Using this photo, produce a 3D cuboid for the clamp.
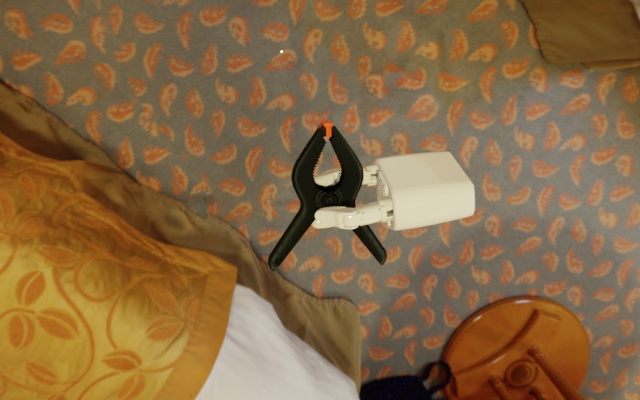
[{"bbox_3d":[0.000,0.002,0.634,0.164,0.210,0.036,-9,18,-5],"label":"clamp"}]
